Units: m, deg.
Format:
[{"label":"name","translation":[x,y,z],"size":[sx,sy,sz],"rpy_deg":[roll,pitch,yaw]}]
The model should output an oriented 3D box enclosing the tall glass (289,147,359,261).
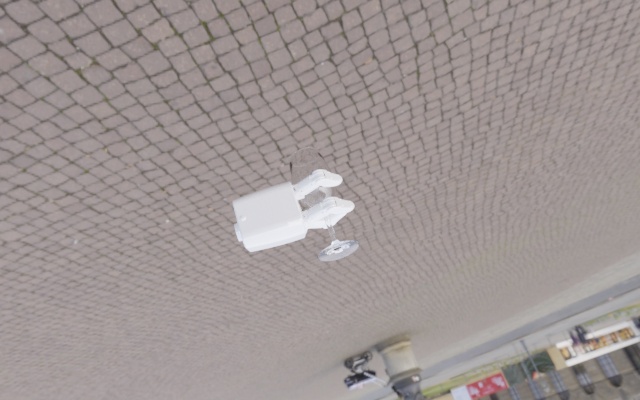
[{"label":"tall glass","translation":[0.000,0.003,0.855],"size":[0.079,0.201,0.079],"rpy_deg":[-16,-26,-8]}]
